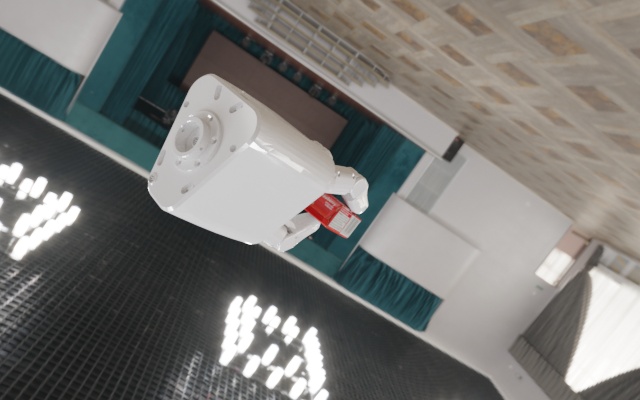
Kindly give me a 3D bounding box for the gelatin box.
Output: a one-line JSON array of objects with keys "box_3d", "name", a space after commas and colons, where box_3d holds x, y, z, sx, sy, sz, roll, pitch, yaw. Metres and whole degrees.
[{"box_3d": [0.000, 0.002, 0.508, 0.073, 0.030, 0.089, 40, 2, 21], "name": "gelatin box"}]
